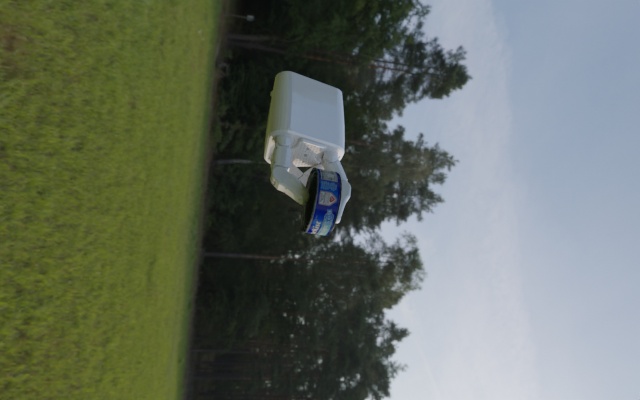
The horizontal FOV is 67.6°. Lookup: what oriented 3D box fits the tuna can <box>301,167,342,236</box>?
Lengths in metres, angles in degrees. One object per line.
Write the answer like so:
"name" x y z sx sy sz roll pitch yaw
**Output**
"tuna can" 0.001 0.002 0.619 0.034 0.086 0.086 10 -2 -11
